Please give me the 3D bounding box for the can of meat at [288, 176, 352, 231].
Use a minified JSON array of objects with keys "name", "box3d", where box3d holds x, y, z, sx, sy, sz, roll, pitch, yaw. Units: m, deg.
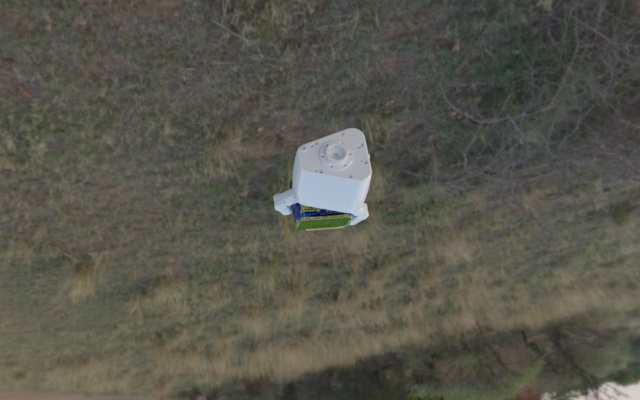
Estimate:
[{"name":"can of meat","box3d":[0.000,0.003,0.821,0.102,0.084,0.057,-4,-24,-10]}]
